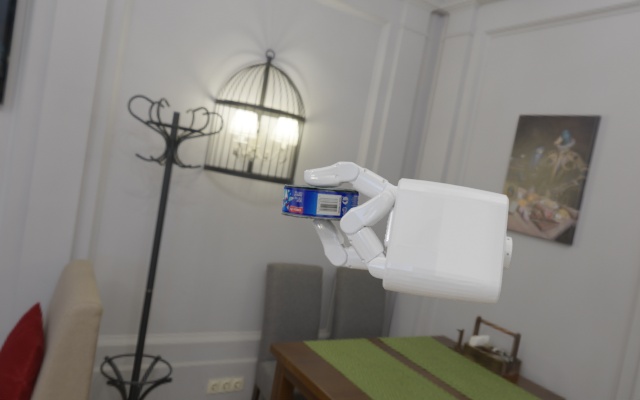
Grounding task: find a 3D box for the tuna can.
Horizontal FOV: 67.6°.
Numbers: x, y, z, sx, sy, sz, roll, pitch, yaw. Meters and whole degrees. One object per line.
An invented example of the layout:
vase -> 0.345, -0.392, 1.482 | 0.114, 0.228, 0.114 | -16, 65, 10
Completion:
tuna can -> 0.000, 0.001, 0.534 | 0.086, 0.034, 0.086 | 5, 3, 0
